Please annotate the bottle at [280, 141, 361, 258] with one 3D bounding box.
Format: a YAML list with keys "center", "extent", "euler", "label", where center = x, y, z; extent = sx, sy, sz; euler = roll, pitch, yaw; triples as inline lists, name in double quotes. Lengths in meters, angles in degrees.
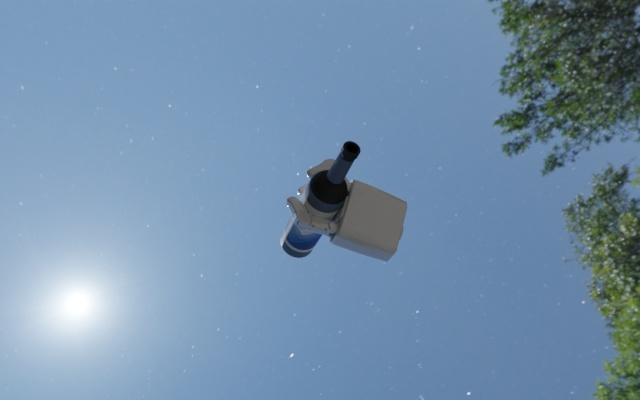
- center: [0.000, 0.003, 0.814]
  extent: [0.069, 0.069, 0.296]
  euler: [0, -33, -22]
  label: "bottle"
